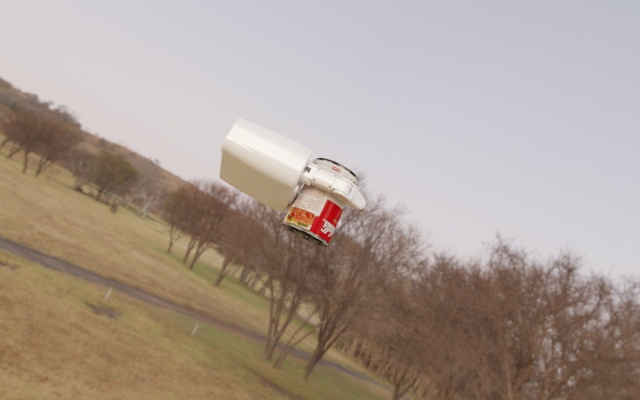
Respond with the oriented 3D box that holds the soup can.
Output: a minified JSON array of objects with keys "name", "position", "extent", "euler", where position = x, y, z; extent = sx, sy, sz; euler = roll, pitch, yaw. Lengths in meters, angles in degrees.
[{"name":"soup can","position":[0.001,0.002,0.644],"extent":[0.068,0.102,0.068],"euler":[25,-12,6]}]
